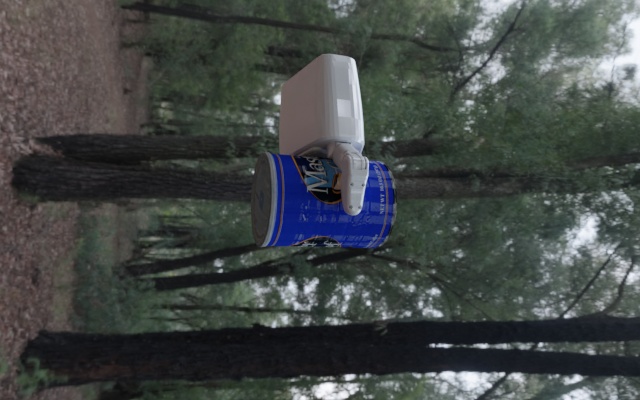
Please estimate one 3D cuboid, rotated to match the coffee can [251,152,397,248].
[{"bbox_3d":[0.000,0.002,0.539,0.140,0.103,0.103,3,-1,-19],"label":"coffee can"}]
